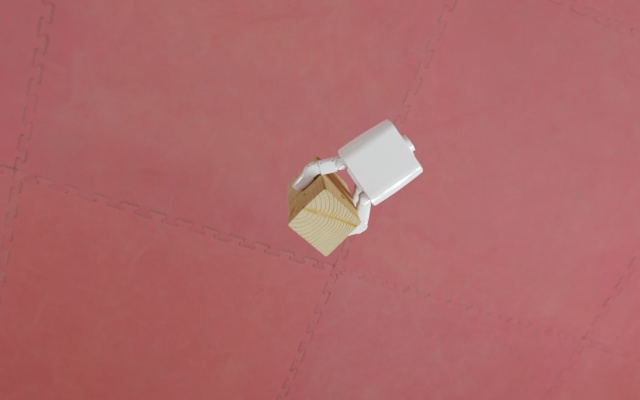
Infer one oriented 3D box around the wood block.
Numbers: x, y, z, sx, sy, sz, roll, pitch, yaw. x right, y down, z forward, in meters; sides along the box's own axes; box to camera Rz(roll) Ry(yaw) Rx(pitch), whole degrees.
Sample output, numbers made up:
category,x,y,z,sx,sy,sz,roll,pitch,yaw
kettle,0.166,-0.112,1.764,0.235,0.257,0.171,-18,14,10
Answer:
category,x,y,z,sx,sy,sz,roll,pitch,yaw
wood block,0.000,0.002,0.886,0.091,0.090,0.206,42,12,-17
